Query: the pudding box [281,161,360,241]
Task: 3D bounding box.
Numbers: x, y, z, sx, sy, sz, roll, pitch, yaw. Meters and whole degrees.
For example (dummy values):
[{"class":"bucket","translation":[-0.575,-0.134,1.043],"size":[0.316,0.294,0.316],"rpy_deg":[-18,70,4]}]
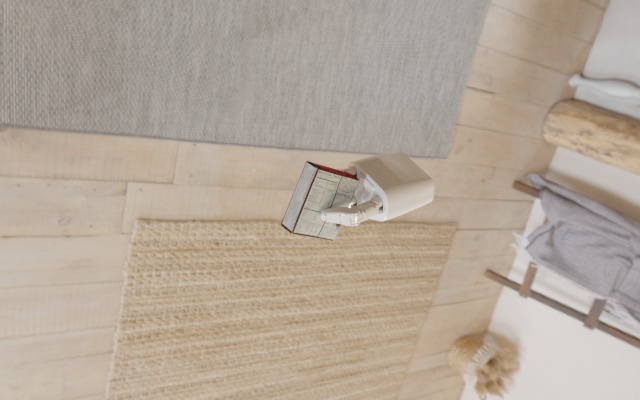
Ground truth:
[{"class":"pudding box","translation":[0.000,0.003,0.748],"size":[0.090,0.113,0.039],"rpy_deg":[14,13,-38]}]
